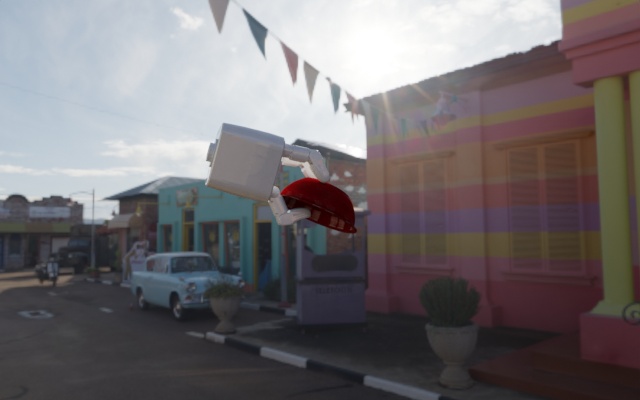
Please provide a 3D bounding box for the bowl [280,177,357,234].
[{"bbox_3d":[0.001,0.003,0.862,0.162,0.055,0.162,23,-12,5],"label":"bowl"}]
